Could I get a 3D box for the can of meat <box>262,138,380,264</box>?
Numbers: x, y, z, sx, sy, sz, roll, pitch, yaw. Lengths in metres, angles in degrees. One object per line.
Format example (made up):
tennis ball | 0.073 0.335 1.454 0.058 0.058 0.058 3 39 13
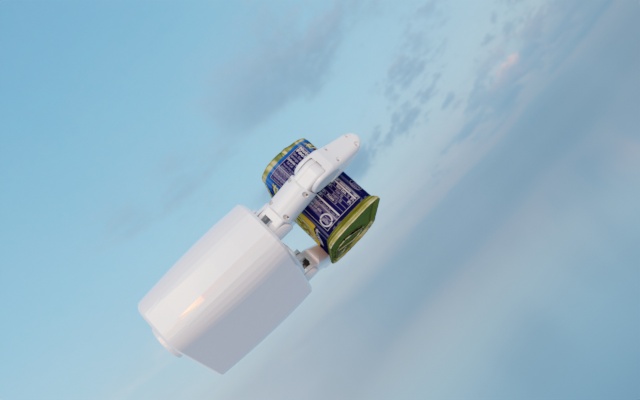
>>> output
can of meat | 0.000 0.001 0.419 0.084 0.057 0.102 42 -11 14
